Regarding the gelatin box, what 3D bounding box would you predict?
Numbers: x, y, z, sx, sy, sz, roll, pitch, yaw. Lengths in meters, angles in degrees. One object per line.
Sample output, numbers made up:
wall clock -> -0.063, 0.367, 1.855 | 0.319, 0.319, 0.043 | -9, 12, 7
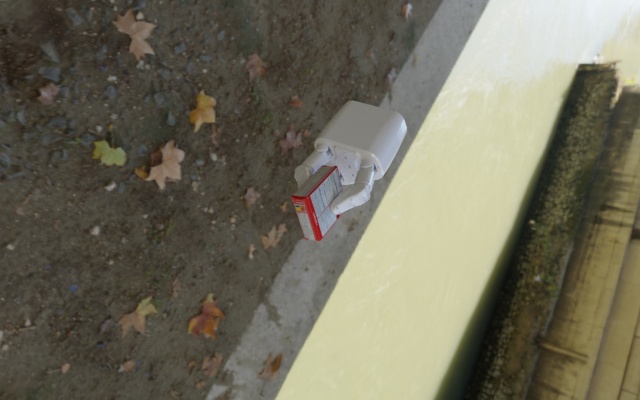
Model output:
gelatin box -> 0.000, 0.002, 0.678 | 0.030, 0.073, 0.089 | 5, 36, 32
